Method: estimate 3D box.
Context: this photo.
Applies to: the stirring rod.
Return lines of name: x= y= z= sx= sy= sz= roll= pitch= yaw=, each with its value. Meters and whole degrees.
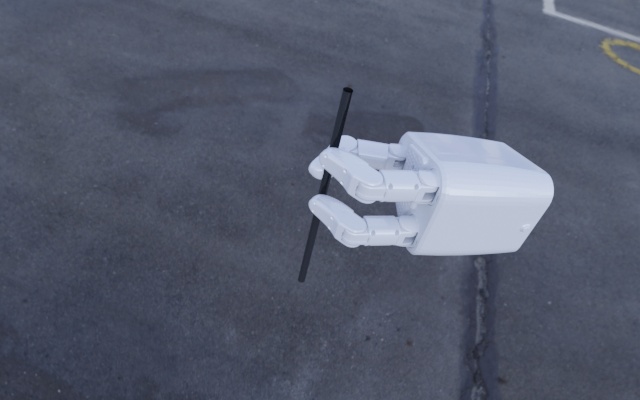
stirring rod: x=0.000 y=0.001 z=0.447 sx=0.011 sy=0.240 sz=0.011 roll=7 pitch=43 yaw=-7
